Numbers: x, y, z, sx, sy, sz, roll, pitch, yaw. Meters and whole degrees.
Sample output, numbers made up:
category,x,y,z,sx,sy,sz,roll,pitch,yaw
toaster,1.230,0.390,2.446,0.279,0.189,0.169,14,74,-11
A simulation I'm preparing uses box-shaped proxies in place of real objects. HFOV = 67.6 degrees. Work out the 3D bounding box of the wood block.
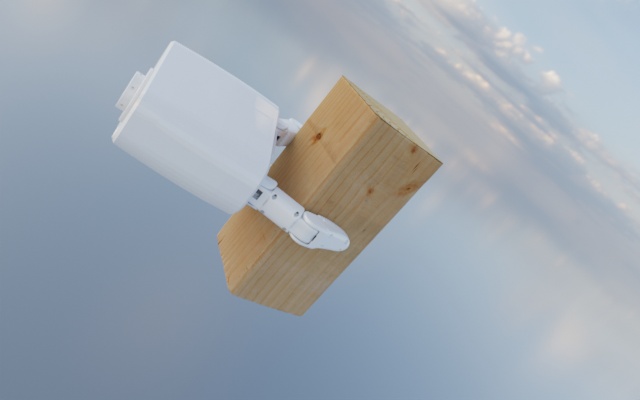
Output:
category,x,y,z,sx,sy,sz,roll,pitch,yaw
wood block,0.000,0.001,0.456,0.090,0.206,0.090,28,22,-35
